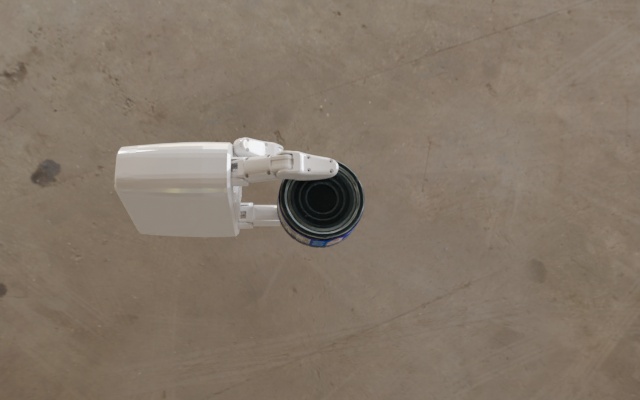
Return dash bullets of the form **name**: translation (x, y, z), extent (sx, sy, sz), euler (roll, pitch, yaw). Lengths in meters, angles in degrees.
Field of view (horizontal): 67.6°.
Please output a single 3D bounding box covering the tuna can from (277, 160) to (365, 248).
- **tuna can**: translation (0.000, 0.001, 0.473), extent (0.086, 0.086, 0.034), euler (0, -18, -7)
